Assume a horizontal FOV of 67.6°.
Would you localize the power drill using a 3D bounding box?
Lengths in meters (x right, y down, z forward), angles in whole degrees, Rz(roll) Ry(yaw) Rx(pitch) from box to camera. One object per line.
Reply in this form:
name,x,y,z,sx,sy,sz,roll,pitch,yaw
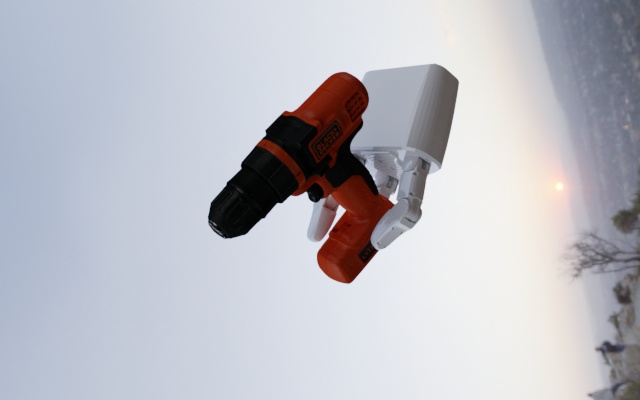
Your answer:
power drill,0.000,0.002,0.457,0.057,0.184,0.188,29,-21,41
